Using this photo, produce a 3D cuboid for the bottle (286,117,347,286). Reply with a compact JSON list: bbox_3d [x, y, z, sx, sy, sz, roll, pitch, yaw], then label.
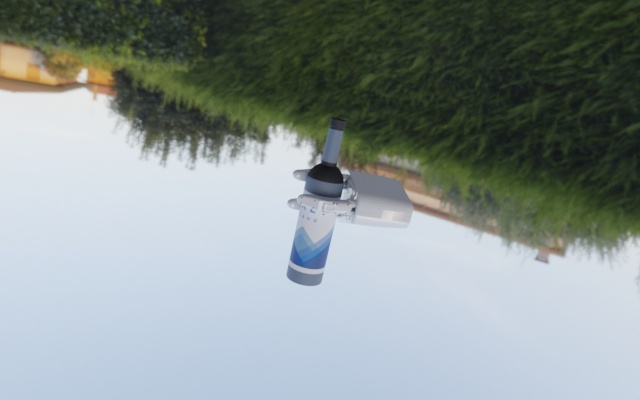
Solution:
[{"bbox_3d":[0.000,0.003,0.837,0.069,0.296,0.069,12,14,-3],"label":"bottle"}]
